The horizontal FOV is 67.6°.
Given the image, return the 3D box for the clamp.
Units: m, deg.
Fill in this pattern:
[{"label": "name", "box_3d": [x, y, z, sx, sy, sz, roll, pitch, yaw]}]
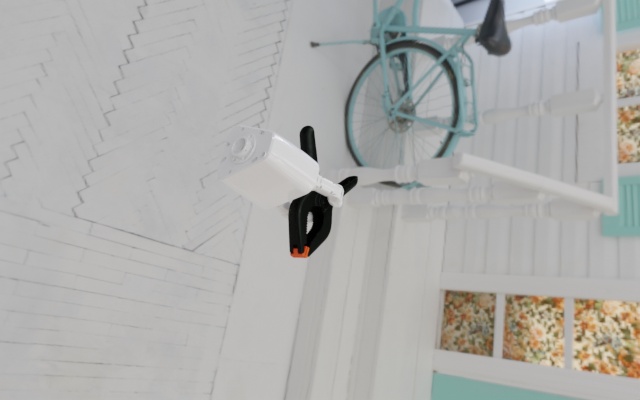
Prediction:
[{"label": "clamp", "box_3d": [0.001, 0.003, 0.801, 0.036, 0.210, 0.165, -4, -26, 39]}]
